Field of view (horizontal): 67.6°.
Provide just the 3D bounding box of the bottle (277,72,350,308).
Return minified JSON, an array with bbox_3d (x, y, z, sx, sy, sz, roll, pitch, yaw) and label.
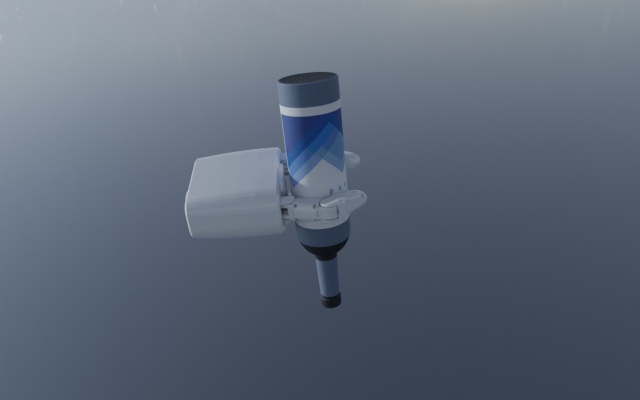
[{"bbox_3d":[0.000,0.002,0.572,0.069,0.296,0.069,-5,25,2],"label":"bottle"}]
